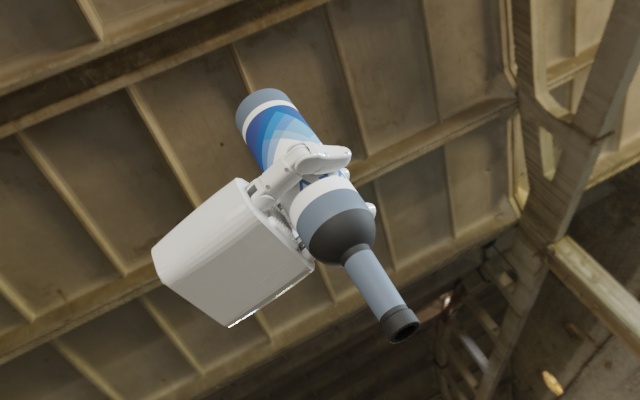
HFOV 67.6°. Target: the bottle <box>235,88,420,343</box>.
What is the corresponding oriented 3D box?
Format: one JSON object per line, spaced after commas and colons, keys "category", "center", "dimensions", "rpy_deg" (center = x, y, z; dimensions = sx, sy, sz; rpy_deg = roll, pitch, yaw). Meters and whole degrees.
{"category": "bottle", "center": [0.000, 0.001, 0.448], "dimensions": [0.069, 0.069, 0.295], "rpy_deg": [0, 42, -36]}
